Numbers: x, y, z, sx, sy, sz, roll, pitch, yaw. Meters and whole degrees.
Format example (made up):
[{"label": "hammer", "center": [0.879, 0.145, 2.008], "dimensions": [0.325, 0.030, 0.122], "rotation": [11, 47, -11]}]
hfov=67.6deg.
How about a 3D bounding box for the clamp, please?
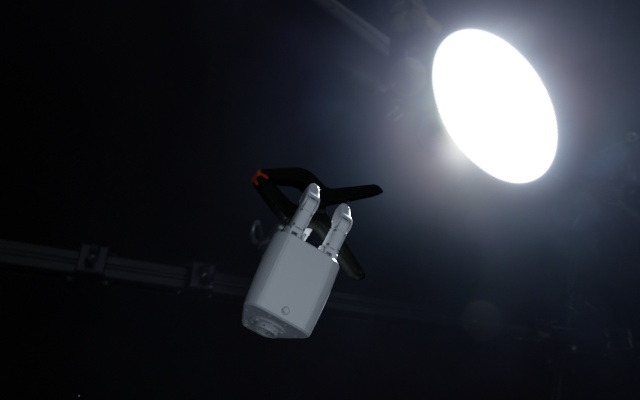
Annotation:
[{"label": "clamp", "center": [-0.001, 0.003, 0.711], "dimensions": [0.210, 0.164, 0.036], "rotation": [32, -35, -12]}]
